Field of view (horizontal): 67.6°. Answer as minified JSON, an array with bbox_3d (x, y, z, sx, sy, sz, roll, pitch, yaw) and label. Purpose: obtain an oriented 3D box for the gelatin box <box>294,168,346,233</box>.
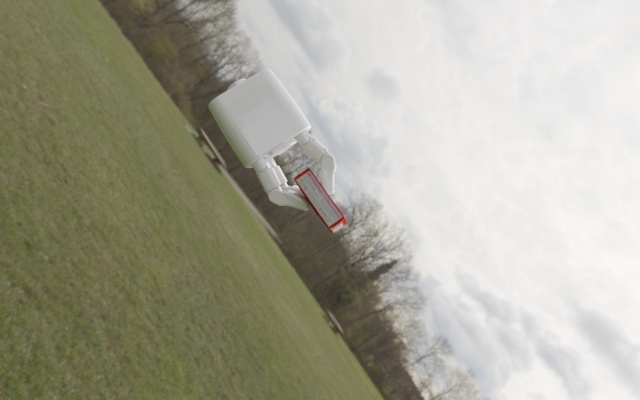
[{"bbox_3d":[0.001,0.002,0.688,0.030,0.089,0.073,-36,-10,-1],"label":"gelatin box"}]
